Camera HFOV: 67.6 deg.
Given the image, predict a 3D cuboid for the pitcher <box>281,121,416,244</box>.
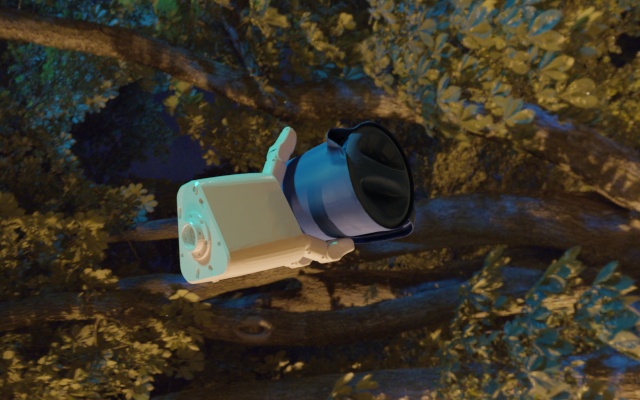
[{"bbox_3d":[0.000,0.002,0.649,0.243,0.149,0.145,-18,-4,42],"label":"pitcher"}]
